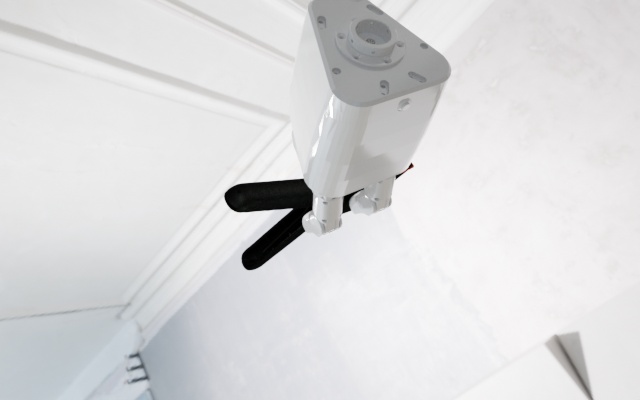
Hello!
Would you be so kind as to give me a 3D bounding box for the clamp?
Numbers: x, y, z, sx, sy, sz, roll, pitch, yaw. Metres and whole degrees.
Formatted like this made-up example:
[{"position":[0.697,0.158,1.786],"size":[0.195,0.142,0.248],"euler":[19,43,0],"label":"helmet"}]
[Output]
[{"position":[0.000,0.001,0.496],"size":[0.210,0.036,0.165],"euler":[-23,-23,-22],"label":"clamp"}]
